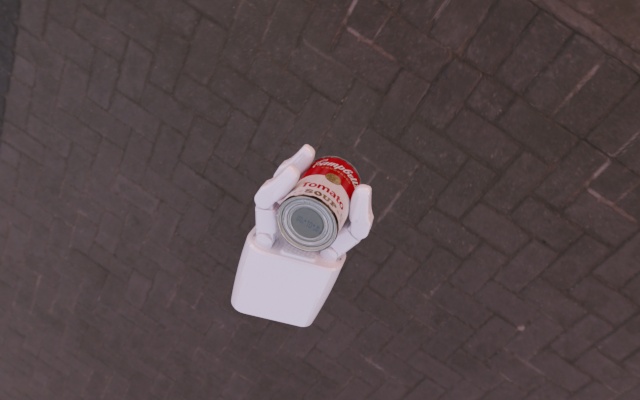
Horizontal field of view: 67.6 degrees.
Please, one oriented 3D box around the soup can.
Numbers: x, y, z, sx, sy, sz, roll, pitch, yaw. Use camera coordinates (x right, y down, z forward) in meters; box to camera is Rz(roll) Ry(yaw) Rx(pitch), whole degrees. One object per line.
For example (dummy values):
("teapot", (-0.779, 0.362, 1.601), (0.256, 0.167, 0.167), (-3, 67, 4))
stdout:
("soup can", (0.000, 0.001, 0.518), (0.068, 0.068, 0.102), (0, 27, 19))
